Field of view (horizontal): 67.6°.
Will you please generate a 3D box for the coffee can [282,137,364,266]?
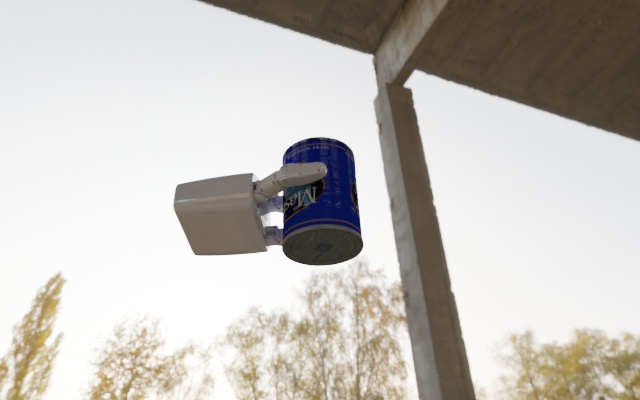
[{"bbox_3d":[0.000,0.002,0.633,0.103,0.140,0.103,-2,-33,-1],"label":"coffee can"}]
